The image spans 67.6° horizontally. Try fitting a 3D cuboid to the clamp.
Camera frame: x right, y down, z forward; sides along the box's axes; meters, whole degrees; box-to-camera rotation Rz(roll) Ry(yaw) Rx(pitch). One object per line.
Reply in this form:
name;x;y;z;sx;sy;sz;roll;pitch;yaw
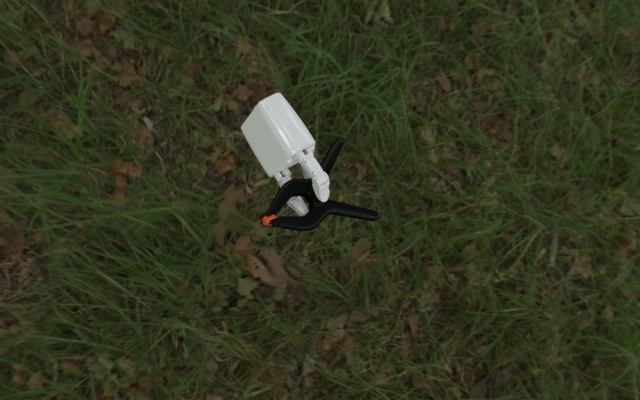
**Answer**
clamp;0.000;0.003;0.843;0.210;0.164;0.036;-32;-3;-20
